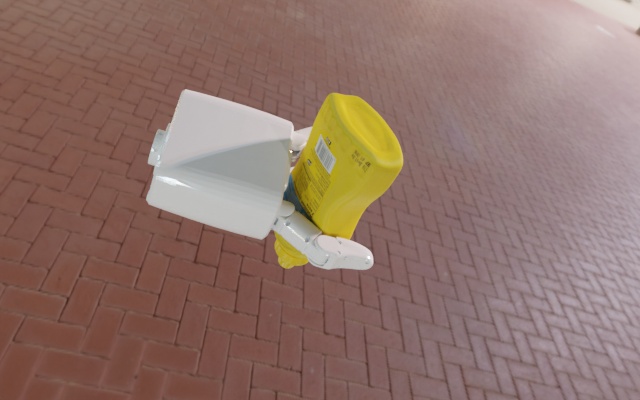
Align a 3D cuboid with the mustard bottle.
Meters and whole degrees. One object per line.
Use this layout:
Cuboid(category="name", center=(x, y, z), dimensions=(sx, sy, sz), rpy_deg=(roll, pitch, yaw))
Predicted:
Cuboid(category="mustard bottle", center=(0.000, 0.001, 0.455), dimensions=(0.058, 0.096, 0.192), rpy_deg=(-2, -42, -35))
